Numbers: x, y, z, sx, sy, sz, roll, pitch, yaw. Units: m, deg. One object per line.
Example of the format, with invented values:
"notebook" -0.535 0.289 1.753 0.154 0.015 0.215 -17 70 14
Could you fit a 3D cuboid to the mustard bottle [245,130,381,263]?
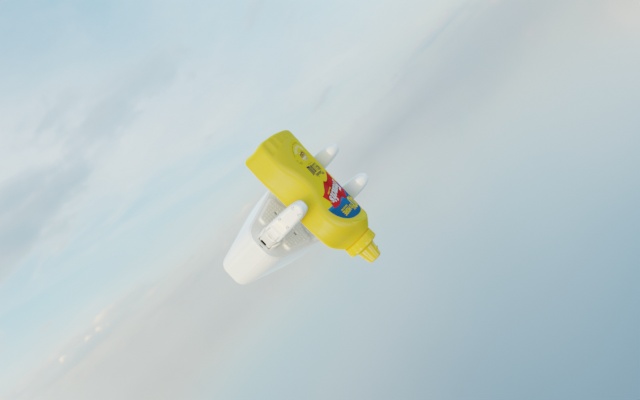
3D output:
"mustard bottle" 0.000 0.002 0.580 0.058 0.191 0.096 -44 0 23
